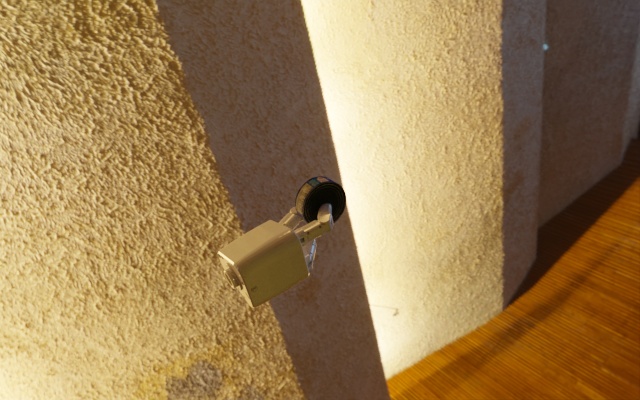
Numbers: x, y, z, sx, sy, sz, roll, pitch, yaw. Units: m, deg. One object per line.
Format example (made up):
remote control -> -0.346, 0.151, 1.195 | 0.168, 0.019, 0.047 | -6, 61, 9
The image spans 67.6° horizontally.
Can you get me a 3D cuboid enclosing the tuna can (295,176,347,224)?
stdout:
tuna can -> 0.000, 0.002, 0.819 | 0.086, 0.086, 0.033 | 0, 22, -34
